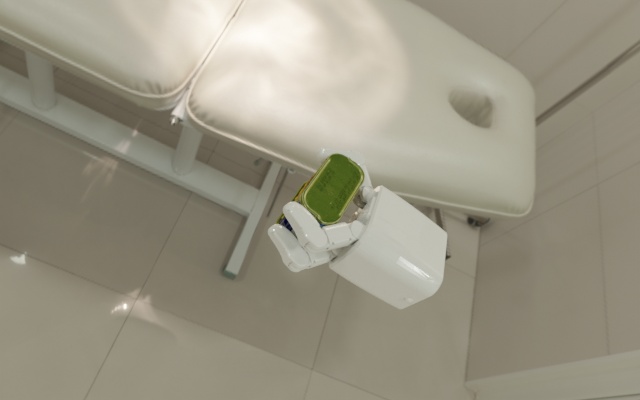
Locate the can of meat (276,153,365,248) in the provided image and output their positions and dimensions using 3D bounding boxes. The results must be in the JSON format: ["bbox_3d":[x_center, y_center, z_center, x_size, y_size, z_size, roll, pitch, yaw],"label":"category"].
[{"bbox_3d":[0.000,0.002,0.570,0.057,0.102,0.084,37,-35,-4],"label":"can of meat"}]
